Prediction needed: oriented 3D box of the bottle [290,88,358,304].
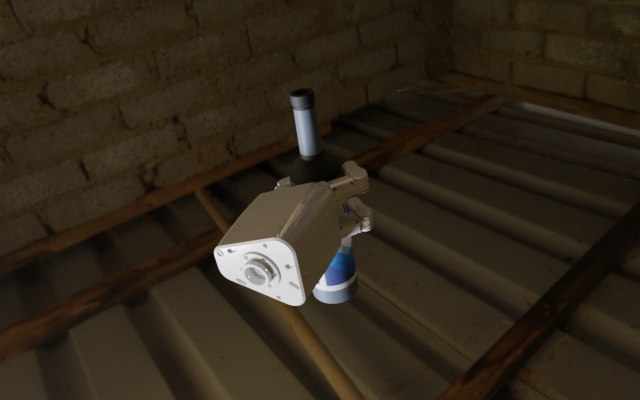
[{"bbox_3d":[0.000,0.002,0.612,0.069,0.296,0.069,-7,32,4],"label":"bottle"}]
